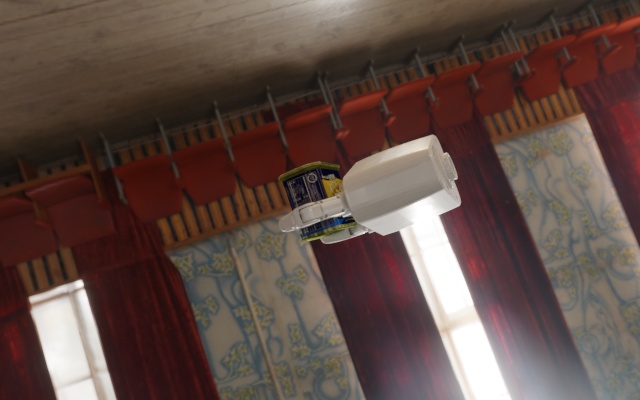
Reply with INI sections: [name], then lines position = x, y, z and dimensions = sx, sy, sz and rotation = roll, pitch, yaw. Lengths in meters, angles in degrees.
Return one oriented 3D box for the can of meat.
[can of meat]
position = 0.000, 0.002, 0.596
dimensions = 0.057, 0.084, 0.102
rotation = -21, -6, 19
